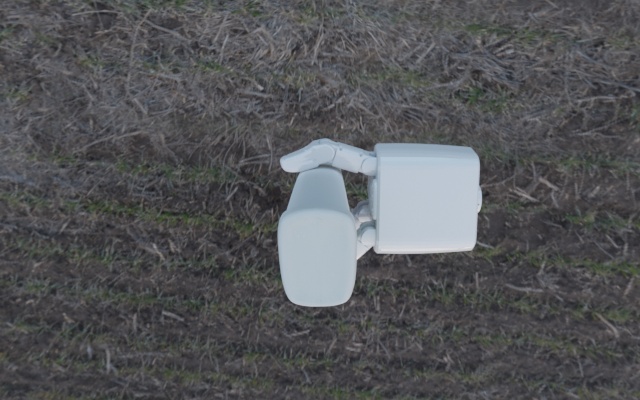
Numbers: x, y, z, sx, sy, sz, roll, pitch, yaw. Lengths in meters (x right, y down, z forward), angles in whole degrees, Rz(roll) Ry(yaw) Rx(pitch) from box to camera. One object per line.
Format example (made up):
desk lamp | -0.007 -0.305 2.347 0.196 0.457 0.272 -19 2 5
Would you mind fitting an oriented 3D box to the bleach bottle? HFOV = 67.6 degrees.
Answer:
bleach bottle | 0.000 0.002 0.520 0.068 0.103 0.250 -1 25 1
